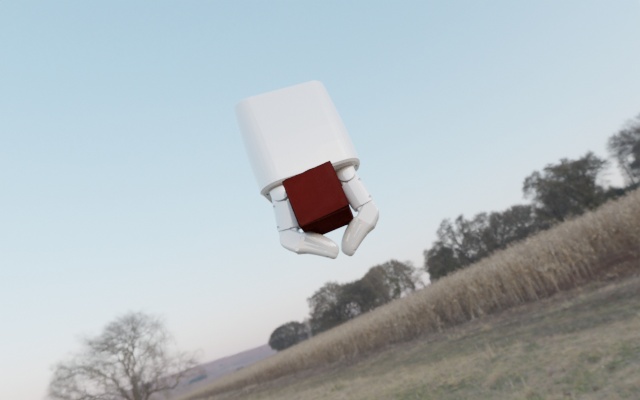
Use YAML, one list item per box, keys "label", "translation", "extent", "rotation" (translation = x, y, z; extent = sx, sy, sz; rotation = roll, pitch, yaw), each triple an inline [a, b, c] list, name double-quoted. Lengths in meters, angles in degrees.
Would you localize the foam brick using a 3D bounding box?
- label: "foam brick"
  translation: [0.000, 0.002, 0.486]
  extent: [0.053, 0.051, 0.078]
  rotation: [-22, -15, 2]
